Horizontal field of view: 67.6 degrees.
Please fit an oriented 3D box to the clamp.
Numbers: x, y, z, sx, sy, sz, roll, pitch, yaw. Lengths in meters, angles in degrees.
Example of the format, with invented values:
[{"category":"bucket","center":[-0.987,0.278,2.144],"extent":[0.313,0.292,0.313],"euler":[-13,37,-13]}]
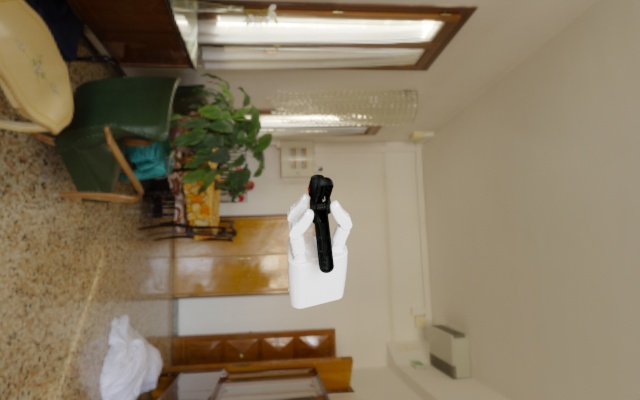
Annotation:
[{"category":"clamp","center":[0.001,0.003,0.838],"extent":[0.036,0.165,0.210],"euler":[-2,29,-6]}]
